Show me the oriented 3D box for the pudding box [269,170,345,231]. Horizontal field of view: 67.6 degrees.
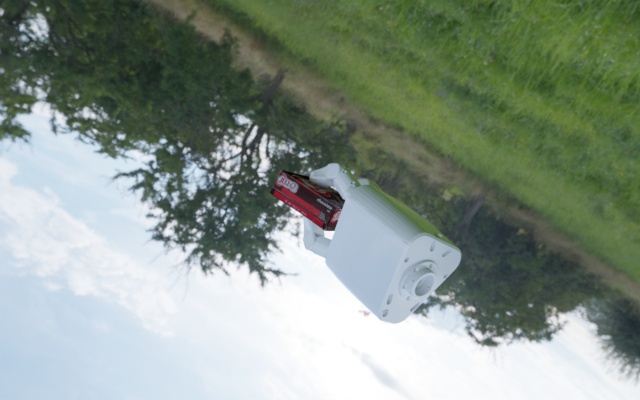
[{"bbox_3d":[0.000,0.002,0.614,0.090,0.039,0.113,34,8,21],"label":"pudding box"}]
